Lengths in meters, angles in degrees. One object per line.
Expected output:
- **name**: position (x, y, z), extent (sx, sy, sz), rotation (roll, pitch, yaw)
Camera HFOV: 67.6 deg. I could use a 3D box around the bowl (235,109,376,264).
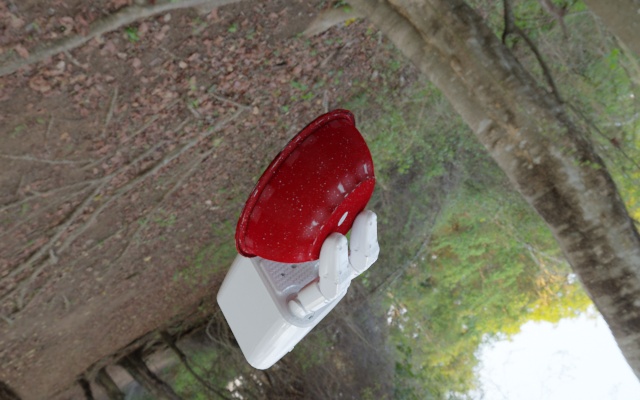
- **bowl**: position (0.001, 0.001, 0.424), extent (0.055, 0.162, 0.162), rotation (37, 12, 17)
